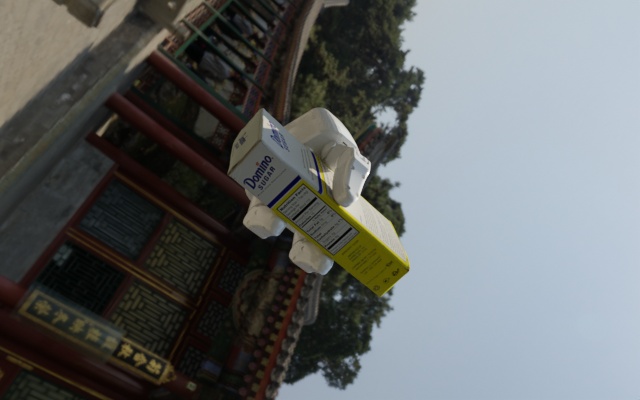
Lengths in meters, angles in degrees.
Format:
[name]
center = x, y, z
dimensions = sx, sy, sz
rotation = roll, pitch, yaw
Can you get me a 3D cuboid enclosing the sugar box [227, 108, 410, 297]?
[sugar box]
center = 0.000, 0.002, 0.424
dimensions = 0.176, 0.048, 0.093
rotation = 38, 16, -20
